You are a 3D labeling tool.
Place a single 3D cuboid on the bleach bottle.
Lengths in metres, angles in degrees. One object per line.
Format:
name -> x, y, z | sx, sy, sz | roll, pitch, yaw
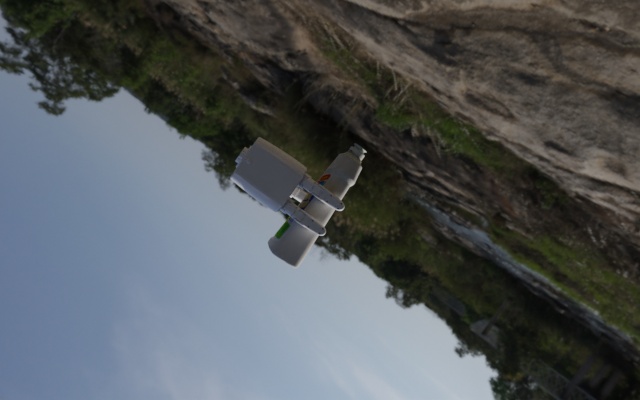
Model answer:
bleach bottle -> 0.000, 0.003, 0.895 | 0.068, 0.251, 0.102 | 35, 0, -12
